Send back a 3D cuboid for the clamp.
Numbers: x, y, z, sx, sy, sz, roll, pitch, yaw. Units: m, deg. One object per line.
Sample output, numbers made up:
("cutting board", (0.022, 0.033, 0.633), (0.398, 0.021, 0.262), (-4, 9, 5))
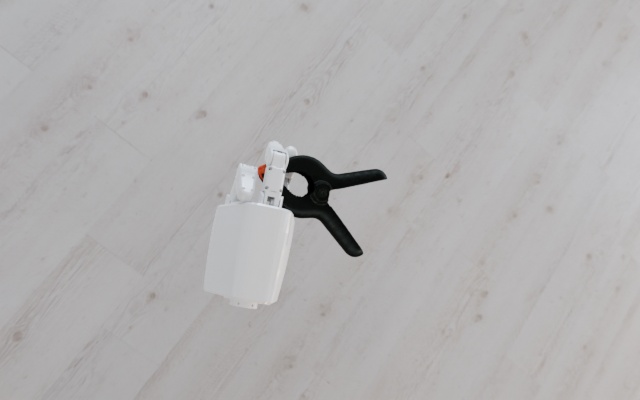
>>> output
("clamp", (0.000, 0.002, 0.606), (0.171, 0.120, 0.039), (13, -13, -17))
